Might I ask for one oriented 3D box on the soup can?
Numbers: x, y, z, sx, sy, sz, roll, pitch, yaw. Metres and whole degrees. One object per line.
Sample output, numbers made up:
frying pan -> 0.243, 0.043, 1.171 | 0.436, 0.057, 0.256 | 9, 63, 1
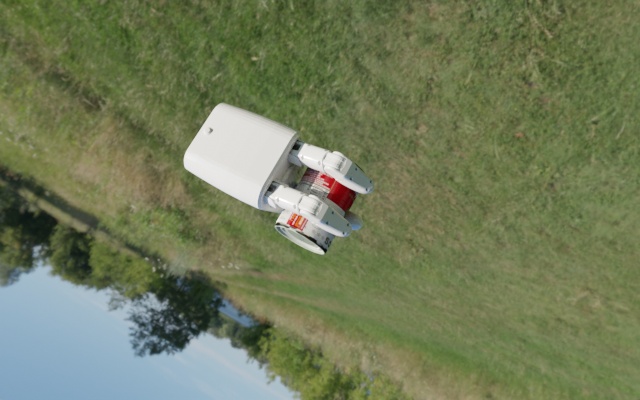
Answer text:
soup can -> 0.000, 0.002, 0.548 | 0.068, 0.102, 0.068 | 27, -15, 8
